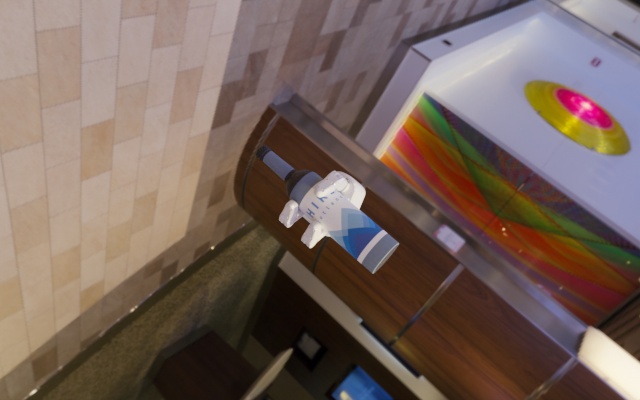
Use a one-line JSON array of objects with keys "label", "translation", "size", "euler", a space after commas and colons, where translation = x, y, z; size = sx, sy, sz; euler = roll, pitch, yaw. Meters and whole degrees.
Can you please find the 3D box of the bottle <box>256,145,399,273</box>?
[{"label": "bottle", "translation": [0.000, 0.003, 0.822], "size": [0.295, 0.069, 0.069], "euler": [41, 13, 15]}]
